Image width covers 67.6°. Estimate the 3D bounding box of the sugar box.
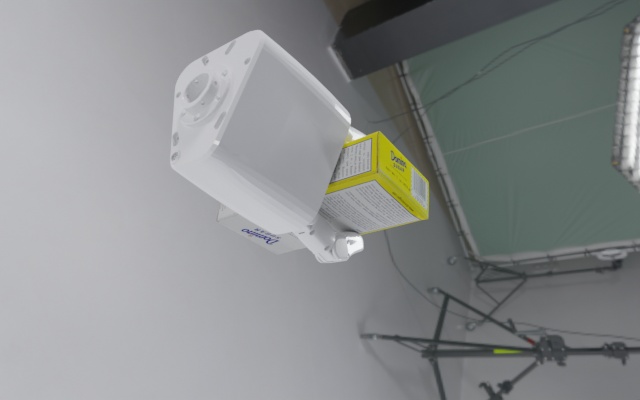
[{"bbox_3d":[0.000,0.001,0.439,0.176,0.048,0.093,-13,-34,34],"label":"sugar box"}]
